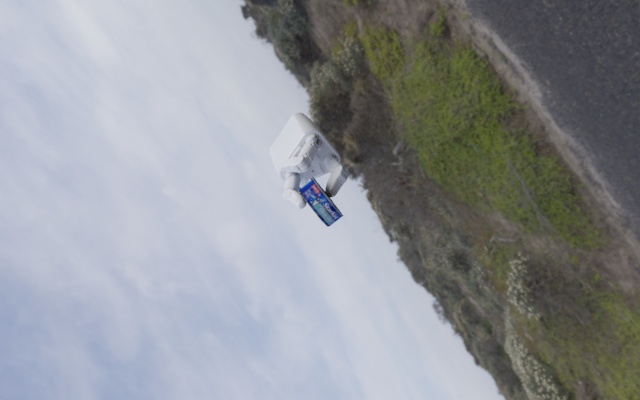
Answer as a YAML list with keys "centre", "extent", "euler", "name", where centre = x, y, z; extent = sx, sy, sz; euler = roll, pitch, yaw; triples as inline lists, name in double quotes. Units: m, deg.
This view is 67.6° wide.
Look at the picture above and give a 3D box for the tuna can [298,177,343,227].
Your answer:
- centre: [0.000, 0.003, 0.810]
  extent: [0.034, 0.086, 0.086]
  euler: [-38, -2, 2]
  name: "tuna can"
